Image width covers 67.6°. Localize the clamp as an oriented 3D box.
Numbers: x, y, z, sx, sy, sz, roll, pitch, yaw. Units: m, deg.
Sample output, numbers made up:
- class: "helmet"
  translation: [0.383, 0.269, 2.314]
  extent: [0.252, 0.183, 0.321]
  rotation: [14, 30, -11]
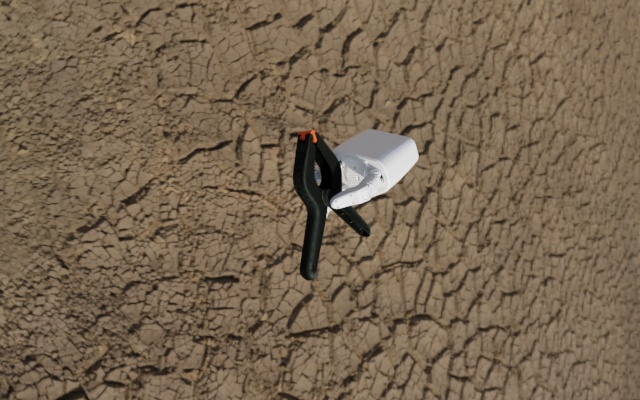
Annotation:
- class: "clamp"
  translation: [0.001, 0.002, 0.707]
  extent: [0.036, 0.210, 0.164]
  rotation: [-1, 27, 41]
